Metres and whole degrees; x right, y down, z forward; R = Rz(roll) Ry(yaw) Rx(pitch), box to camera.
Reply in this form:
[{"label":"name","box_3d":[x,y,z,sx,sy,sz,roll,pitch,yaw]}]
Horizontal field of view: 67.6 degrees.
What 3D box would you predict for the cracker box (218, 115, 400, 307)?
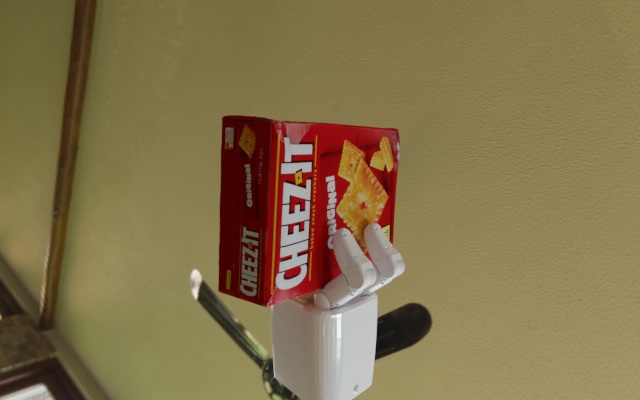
[{"label":"cracker box","box_3d":[0.000,0.002,0.494,0.072,0.164,0.213,9,10,37]}]
